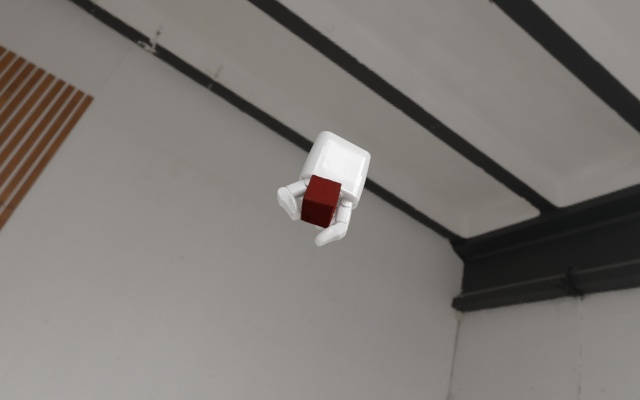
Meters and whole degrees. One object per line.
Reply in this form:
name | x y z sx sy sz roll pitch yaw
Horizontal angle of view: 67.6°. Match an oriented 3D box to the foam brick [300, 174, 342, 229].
foam brick | 0.000 0.003 0.791 0.053 0.051 0.078 19 -29 4
